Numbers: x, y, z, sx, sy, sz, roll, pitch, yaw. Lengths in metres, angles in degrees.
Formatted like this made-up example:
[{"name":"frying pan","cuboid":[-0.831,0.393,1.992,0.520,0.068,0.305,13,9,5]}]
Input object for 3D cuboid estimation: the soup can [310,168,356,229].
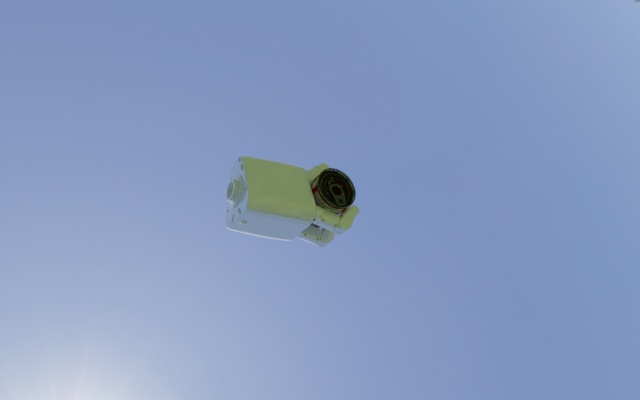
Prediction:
[{"name":"soup can","cuboid":[0.000,0.003,0.762,0.068,0.068,0.102,0,-26,-34]}]
